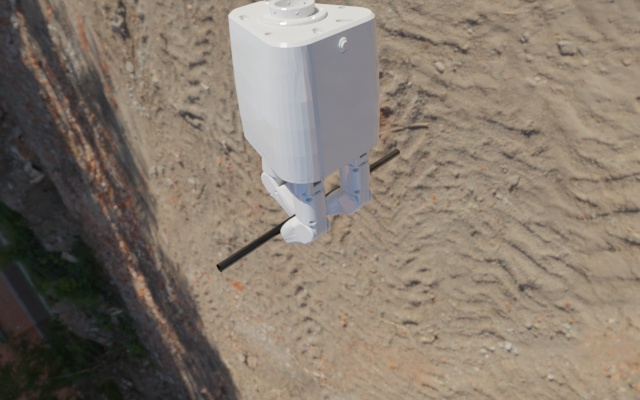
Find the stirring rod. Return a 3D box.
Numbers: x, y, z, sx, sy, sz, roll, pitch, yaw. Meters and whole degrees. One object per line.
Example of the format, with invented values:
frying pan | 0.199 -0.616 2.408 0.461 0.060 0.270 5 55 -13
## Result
stirring rod | 0.000 0.001 0.464 0.239 0.011 0.011 -33 19 -32
